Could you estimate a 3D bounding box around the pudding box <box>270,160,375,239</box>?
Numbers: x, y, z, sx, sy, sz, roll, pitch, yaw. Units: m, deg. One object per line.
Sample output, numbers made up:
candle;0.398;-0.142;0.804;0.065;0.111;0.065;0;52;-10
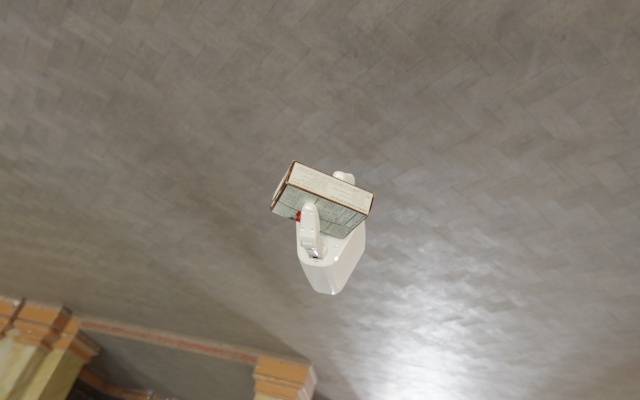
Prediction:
pudding box;0.000;0.002;0.612;0.113;0.039;0.090;21;-30;-10
